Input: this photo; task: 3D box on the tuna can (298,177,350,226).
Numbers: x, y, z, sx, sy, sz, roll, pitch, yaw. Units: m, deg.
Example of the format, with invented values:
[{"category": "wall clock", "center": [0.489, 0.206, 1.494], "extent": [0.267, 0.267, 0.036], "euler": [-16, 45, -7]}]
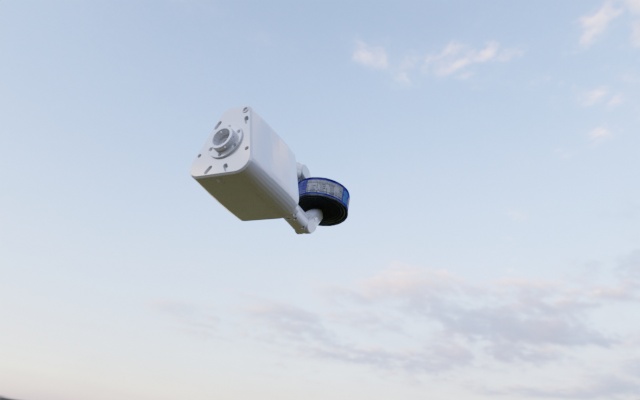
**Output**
[{"category": "tuna can", "center": [0.000, 0.002, 0.702], "extent": [0.086, 0.033, 0.086], "euler": [7, -32, 5]}]
